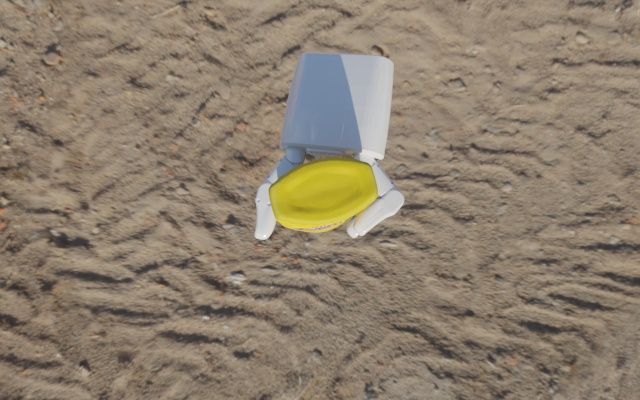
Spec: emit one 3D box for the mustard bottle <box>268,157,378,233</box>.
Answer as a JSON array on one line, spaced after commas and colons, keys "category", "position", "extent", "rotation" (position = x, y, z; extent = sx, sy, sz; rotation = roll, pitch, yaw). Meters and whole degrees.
[{"category": "mustard bottle", "position": [0.000, 0.002, 0.507], "extent": [0.096, 0.058, 0.191], "rotation": [-15, -6, -3]}]
